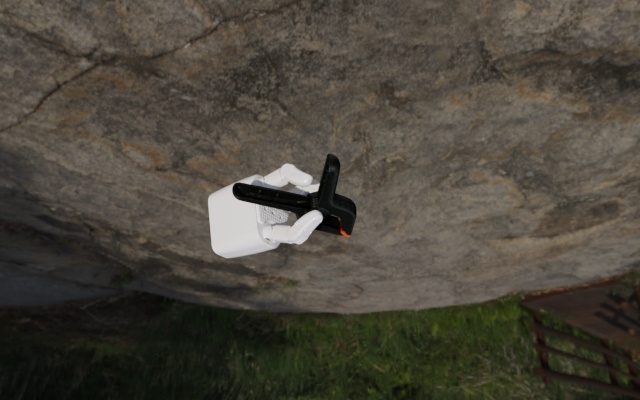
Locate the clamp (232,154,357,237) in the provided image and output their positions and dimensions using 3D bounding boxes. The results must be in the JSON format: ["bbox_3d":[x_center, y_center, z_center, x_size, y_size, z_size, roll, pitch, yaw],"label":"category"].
[{"bbox_3d":[0.000,0.003,0.697,0.164,0.036,0.210,-18,-33,32],"label":"clamp"}]
